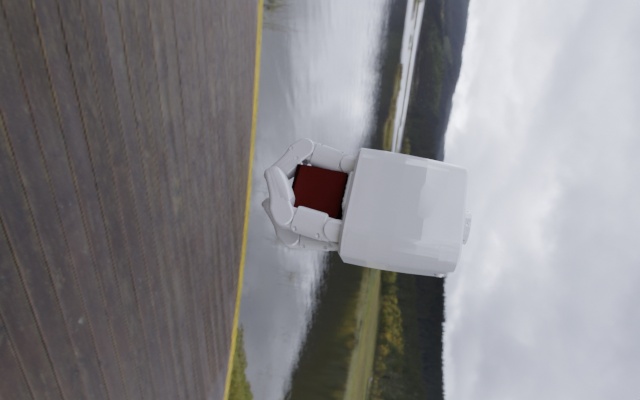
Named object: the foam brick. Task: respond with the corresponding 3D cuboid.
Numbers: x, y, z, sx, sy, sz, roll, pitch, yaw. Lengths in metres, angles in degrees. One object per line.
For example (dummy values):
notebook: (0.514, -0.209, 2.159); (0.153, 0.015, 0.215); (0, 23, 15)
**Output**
foam brick: (0.000, 0.002, 0.495); (0.051, 0.053, 0.078); (11, -12, 9)
